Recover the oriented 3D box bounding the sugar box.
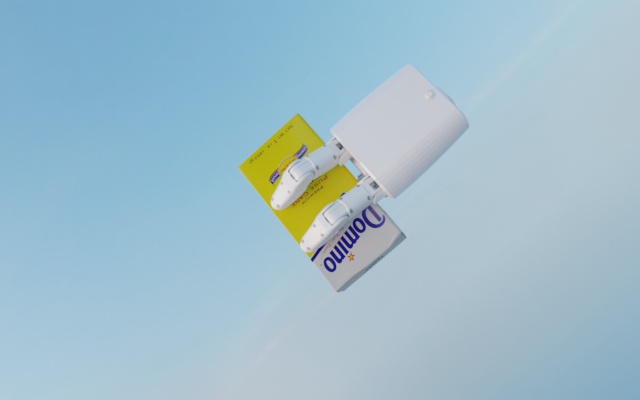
[{"bbox_3d":[0.000,0.001,0.515,0.093,0.176,0.048,-42,-18,6],"label":"sugar box"}]
